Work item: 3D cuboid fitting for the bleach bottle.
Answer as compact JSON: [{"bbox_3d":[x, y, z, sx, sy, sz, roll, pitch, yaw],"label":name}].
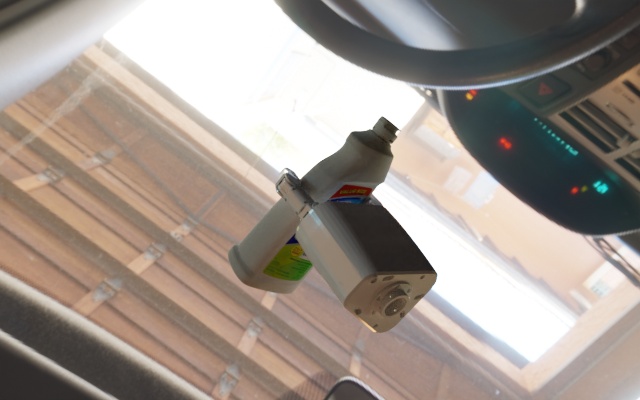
[{"bbox_3d":[0.000,0.002,0.578,0.102,0.251,0.068,24,22,-44],"label":"bleach bottle"}]
